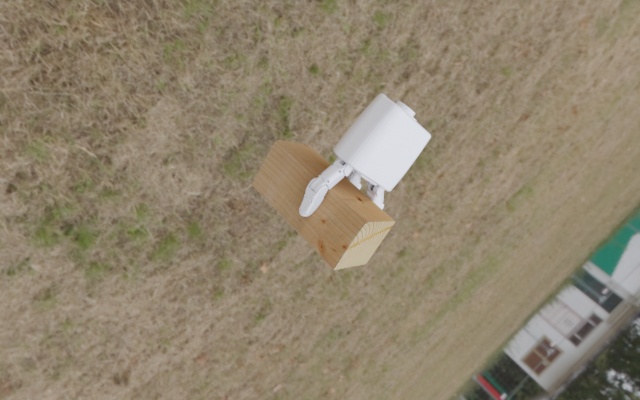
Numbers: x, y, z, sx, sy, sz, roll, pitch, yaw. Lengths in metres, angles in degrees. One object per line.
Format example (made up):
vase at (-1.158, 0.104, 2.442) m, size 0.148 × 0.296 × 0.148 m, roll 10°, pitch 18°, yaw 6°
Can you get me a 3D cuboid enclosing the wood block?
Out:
wood block at (0.000, 0.002, 0.743) m, size 0.206 × 0.090 × 0.091 m, roll 44°, pitch 23°, yaw 29°
